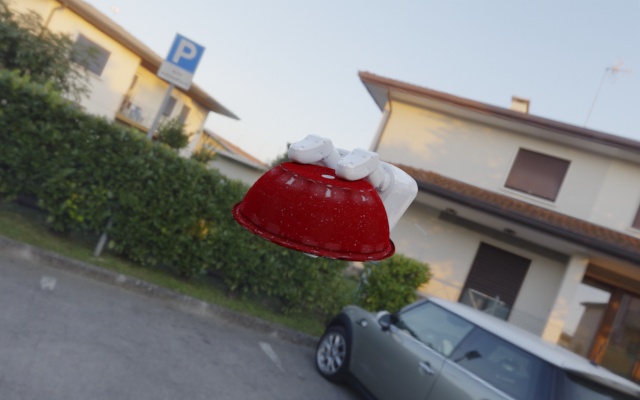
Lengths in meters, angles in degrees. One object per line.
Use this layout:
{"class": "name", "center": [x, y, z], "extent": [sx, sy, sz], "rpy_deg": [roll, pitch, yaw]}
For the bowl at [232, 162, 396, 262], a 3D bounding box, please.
{"class": "bowl", "center": [0.000, 0.001, 0.455], "extent": [0.162, 0.055, 0.162], "rpy_deg": [13, 13, -3]}
